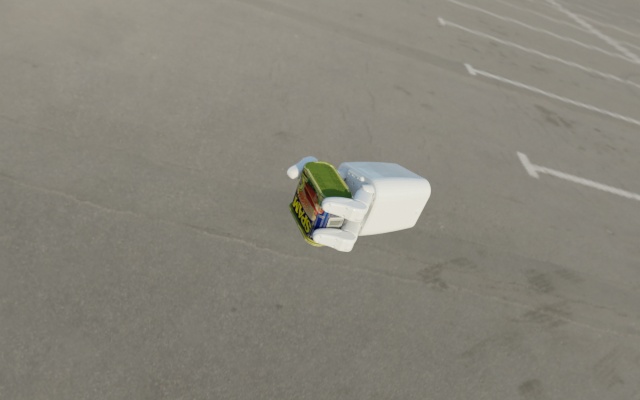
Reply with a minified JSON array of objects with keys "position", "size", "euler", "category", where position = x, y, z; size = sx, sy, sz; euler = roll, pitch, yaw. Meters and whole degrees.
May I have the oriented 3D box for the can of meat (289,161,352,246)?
[{"position":[0.000,0.002,0.708],"size":[0.057,0.084,0.102],"euler":[-1,40,-27],"category":"can of meat"}]
